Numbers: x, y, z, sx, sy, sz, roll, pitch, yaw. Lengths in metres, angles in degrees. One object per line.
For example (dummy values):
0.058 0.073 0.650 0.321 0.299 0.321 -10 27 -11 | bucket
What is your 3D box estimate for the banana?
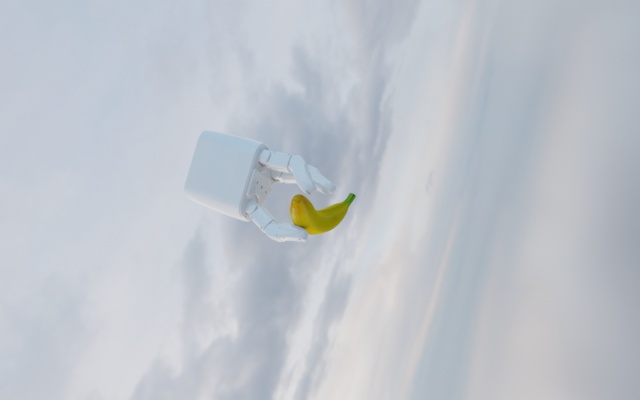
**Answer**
-0.004 0.020 0.715 0.037 0.069 0.198 21 11 22 | banana
